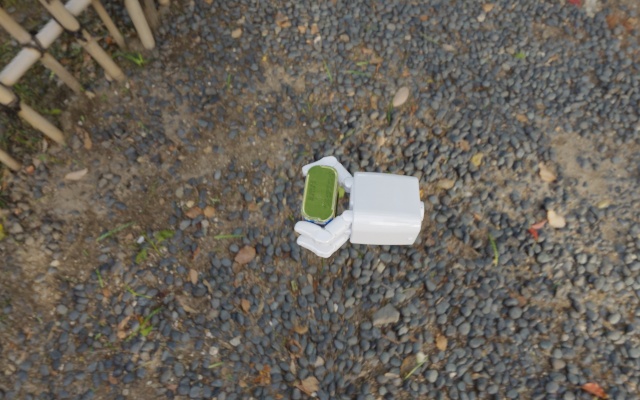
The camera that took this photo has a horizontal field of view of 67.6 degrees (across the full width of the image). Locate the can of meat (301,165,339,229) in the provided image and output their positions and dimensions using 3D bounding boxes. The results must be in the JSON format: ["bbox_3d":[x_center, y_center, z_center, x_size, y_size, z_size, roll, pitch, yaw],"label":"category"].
[{"bbox_3d":[0.000,0.002,0.784,0.057,0.102,0.084,6,-23,3],"label":"can of meat"}]
